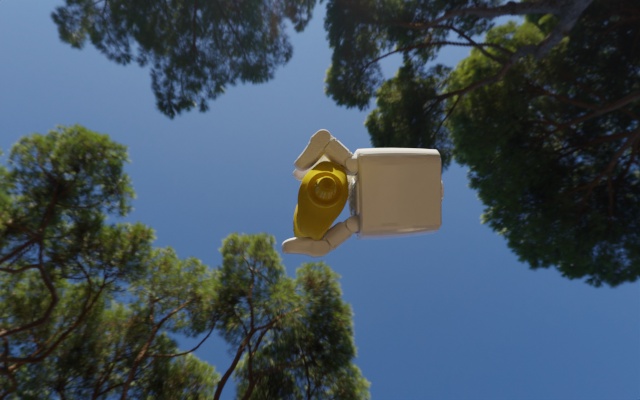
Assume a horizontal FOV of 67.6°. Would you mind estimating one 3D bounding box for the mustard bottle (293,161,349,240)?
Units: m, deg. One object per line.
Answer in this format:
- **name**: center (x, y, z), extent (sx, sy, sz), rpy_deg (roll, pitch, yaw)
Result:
- **mustard bottle**: center (0.000, 0.002, 0.605), extent (0.058, 0.096, 0.192), rpy_deg (22, -12, 0)
